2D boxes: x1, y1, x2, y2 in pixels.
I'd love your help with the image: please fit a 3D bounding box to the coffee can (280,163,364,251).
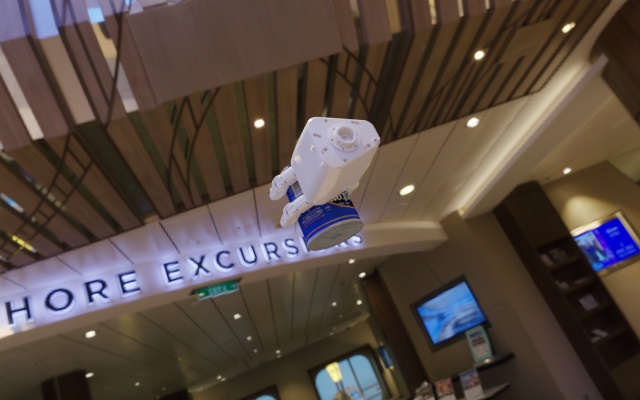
[{"bbox_3d":[0.000,0.003,0.832,0.103,0.140,0.103,-21,-21,-8],"label":"coffee can"}]
